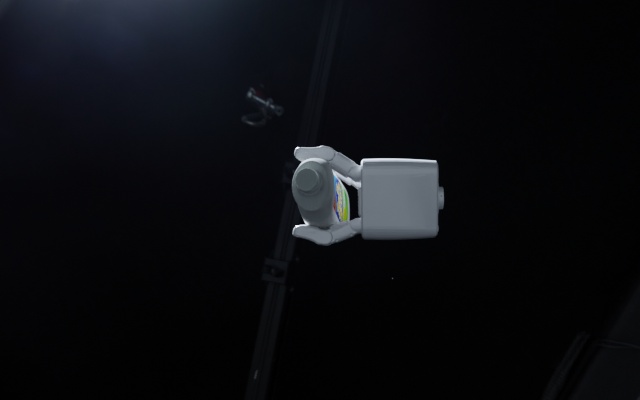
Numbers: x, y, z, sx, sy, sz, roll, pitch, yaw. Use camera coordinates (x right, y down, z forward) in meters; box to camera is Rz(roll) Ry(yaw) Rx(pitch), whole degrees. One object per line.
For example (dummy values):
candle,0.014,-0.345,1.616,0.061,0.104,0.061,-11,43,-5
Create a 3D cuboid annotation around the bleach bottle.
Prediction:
bleach bottle,0.000,0.002,0.711,0.068,0.102,0.251,0,-9,8
